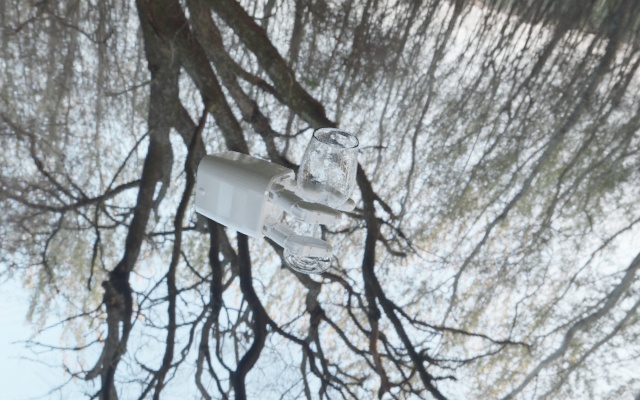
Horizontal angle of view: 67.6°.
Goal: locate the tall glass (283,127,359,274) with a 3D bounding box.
[{"bbox_3d":[0.000,0.003,0.664,0.079,0.201,0.079,10,31,-6],"label":"tall glass"}]
